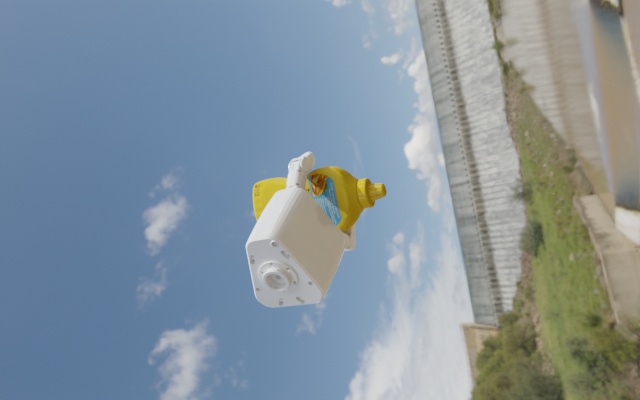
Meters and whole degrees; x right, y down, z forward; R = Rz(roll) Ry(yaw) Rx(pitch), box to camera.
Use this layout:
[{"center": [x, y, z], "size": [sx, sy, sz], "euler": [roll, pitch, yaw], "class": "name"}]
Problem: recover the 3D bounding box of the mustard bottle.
[{"center": [0.000, 0.002, 0.681], "size": [0.191, 0.096, 0.058], "euler": [-11, 3, 24], "class": "mustard bottle"}]
